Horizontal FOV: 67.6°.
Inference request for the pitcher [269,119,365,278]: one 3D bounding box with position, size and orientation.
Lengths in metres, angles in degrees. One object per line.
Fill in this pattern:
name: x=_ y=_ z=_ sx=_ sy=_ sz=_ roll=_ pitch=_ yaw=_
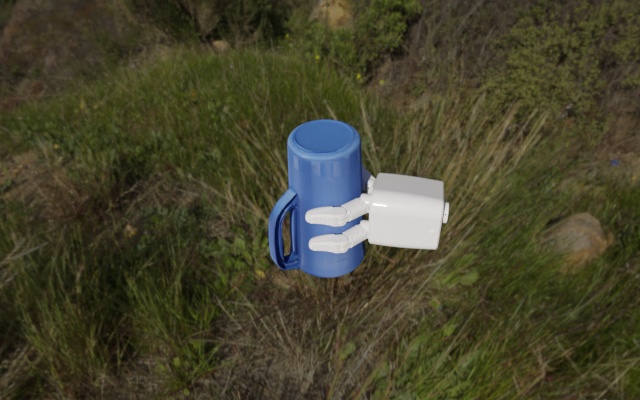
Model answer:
pitcher: x=0.000 y=0.002 z=0.763 sx=0.145 sy=0.243 sz=0.149 roll=7 pitch=41 yaw=11
